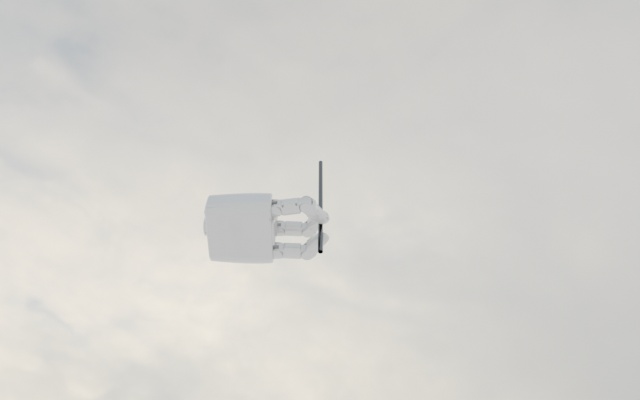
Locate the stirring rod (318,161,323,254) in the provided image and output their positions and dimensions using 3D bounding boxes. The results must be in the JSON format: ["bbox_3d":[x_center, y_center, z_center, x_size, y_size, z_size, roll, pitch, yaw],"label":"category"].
[{"bbox_3d":[0.000,0.003,0.829,0.011,0.011,0.239,0,40,0],"label":"stirring rod"}]
